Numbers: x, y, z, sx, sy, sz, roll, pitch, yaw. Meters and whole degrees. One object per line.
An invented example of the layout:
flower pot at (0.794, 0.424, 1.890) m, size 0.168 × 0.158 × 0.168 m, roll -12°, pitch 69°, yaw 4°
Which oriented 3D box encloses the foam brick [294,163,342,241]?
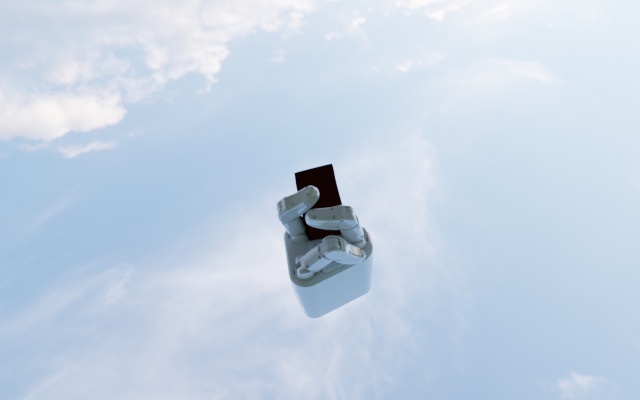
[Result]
foam brick at (0.000, 0.002, 0.611) m, size 0.053 × 0.078 × 0.051 m, roll -12°, pitch -38°, yaw 1°
